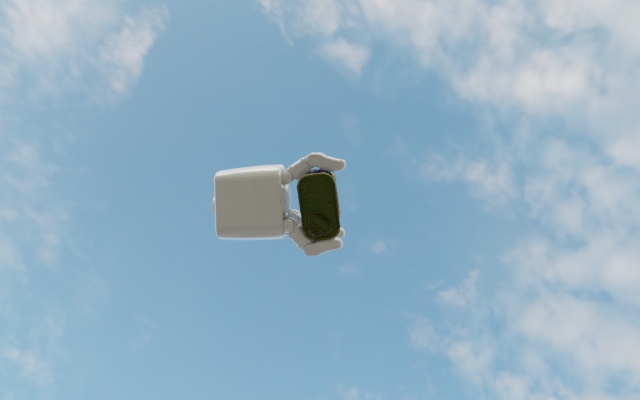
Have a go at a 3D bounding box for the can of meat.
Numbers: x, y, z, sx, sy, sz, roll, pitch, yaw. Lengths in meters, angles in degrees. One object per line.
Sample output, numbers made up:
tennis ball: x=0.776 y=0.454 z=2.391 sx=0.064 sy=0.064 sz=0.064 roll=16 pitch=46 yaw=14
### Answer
can of meat: x=0.000 y=0.002 z=0.747 sx=0.057 sy=0.102 sz=0.084 roll=-6 pitch=11 yaw=5
